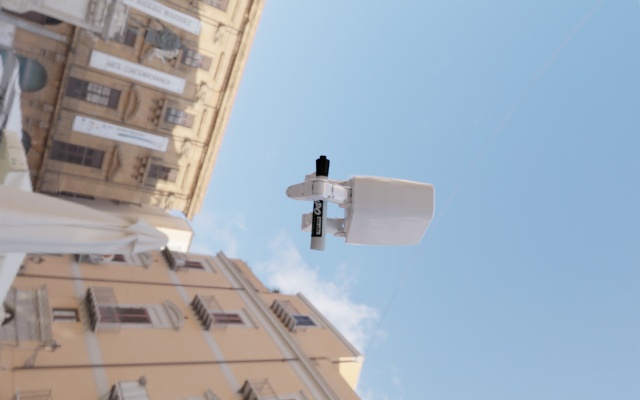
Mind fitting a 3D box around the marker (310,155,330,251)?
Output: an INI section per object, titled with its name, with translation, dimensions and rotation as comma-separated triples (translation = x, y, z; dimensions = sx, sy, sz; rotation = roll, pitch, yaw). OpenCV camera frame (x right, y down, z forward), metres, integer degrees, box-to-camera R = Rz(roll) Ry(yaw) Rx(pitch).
[marker]
translation = 0.000, 0.002, 0.601
dimensions = 0.020, 0.121, 0.020
rotation = 3, -11, 1
